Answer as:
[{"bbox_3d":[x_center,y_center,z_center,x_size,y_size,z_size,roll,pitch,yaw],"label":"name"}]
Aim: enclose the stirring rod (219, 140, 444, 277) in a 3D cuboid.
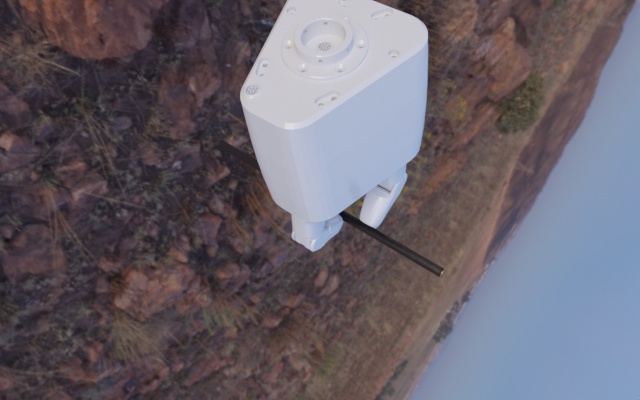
[{"bbox_3d":[0.000,0.001,0.426,0.239,0.011,0.011,30,12,21],"label":"stirring rod"}]
